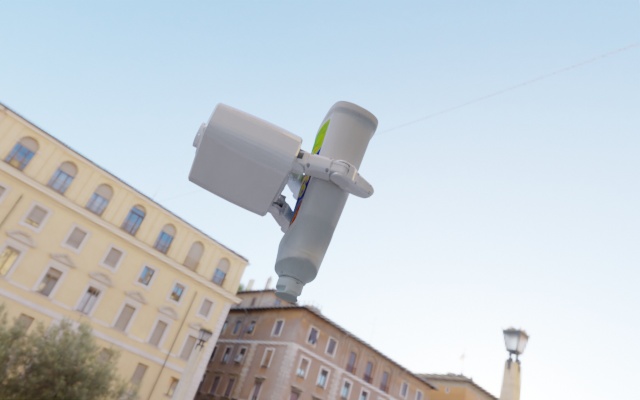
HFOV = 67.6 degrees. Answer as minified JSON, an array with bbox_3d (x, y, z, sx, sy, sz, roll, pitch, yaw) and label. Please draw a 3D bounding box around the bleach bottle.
[{"bbox_3d":[0.000,0.002,0.588,0.068,0.250,0.103,24,-30,-9],"label":"bleach bottle"}]
